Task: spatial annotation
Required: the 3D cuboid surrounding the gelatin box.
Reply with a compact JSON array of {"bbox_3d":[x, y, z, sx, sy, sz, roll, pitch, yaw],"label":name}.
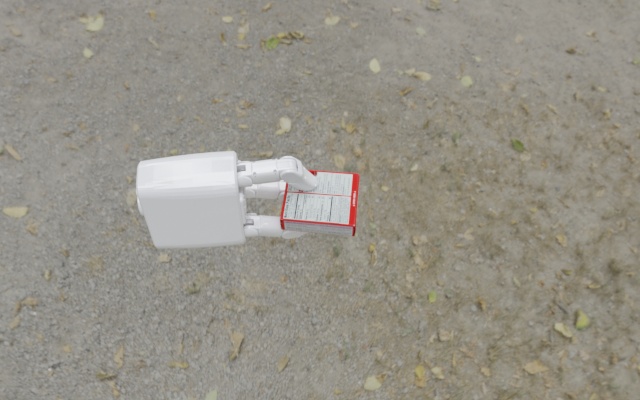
[{"bbox_3d":[0.000,0.002,0.570,0.089,0.073,0.030,4,-31,4],"label":"gelatin box"}]
